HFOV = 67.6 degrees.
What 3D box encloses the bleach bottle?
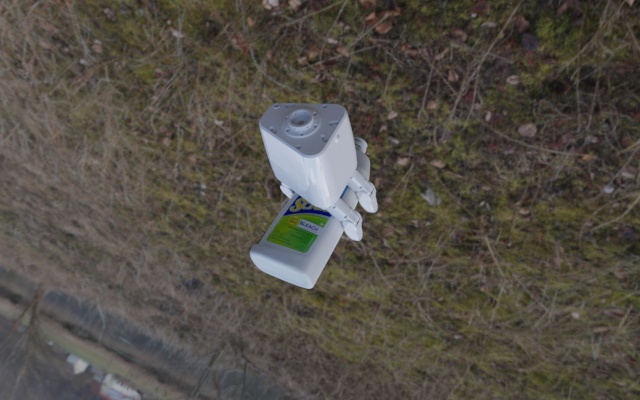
[{"bbox_3d":[0.000,0.002,0.719,0.102,0.250,0.068,18,-29,22],"label":"bleach bottle"}]
